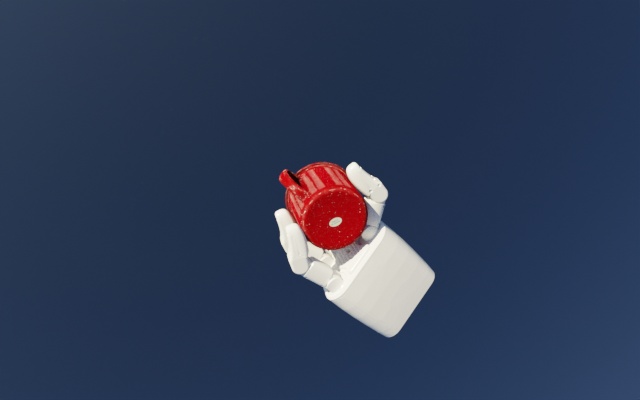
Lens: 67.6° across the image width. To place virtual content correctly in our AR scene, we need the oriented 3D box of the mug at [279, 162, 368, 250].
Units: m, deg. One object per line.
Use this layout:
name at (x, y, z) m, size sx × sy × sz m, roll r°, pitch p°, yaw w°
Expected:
mug at (-0.001, 0.001, 0.577) m, size 0.117 × 0.093 × 0.081 m, roll 38°, pitch 8°, yaw -22°
